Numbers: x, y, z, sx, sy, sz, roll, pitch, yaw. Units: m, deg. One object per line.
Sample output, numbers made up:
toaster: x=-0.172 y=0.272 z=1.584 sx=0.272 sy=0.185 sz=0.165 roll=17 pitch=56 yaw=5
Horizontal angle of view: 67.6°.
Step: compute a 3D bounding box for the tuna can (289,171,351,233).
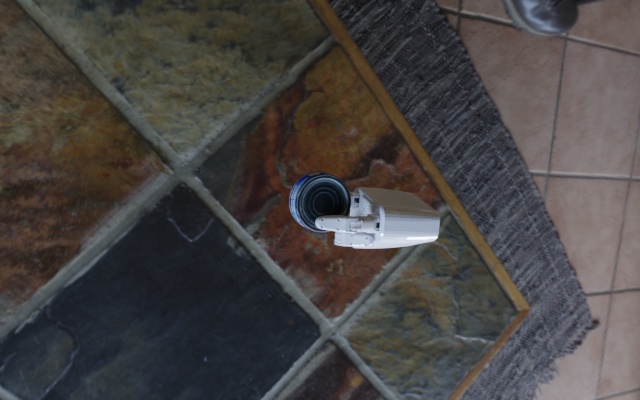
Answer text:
tuna can: x=0.000 y=0.002 z=0.686 sx=0.086 sy=0.086 sz=0.033 roll=0 pitch=9 yaw=-20
